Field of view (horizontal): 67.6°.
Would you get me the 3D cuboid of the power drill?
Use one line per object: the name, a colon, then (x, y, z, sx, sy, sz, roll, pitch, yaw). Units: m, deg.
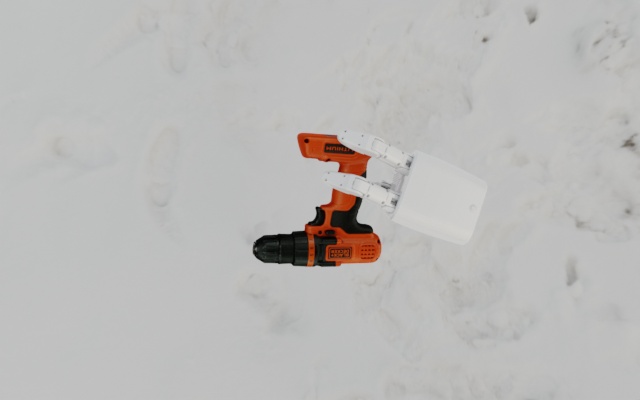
power drill: (0.000, 0.002, 0.665, 0.184, 0.188, 0.057, 0, 14, -14)
